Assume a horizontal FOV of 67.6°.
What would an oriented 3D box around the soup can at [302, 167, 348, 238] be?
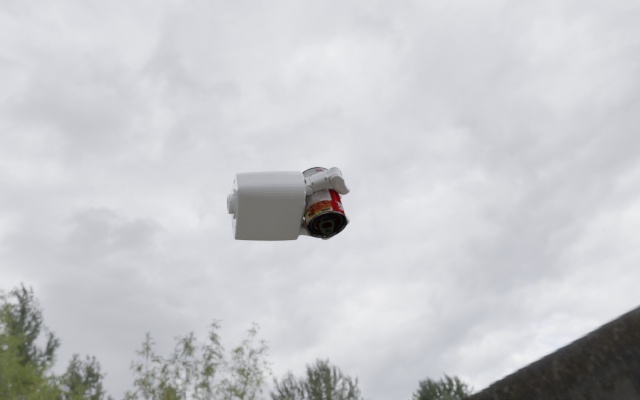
[{"bbox_3d":[0.001,0.002,0.793,0.068,0.102,0.069,-9,-39,-8],"label":"soup can"}]
